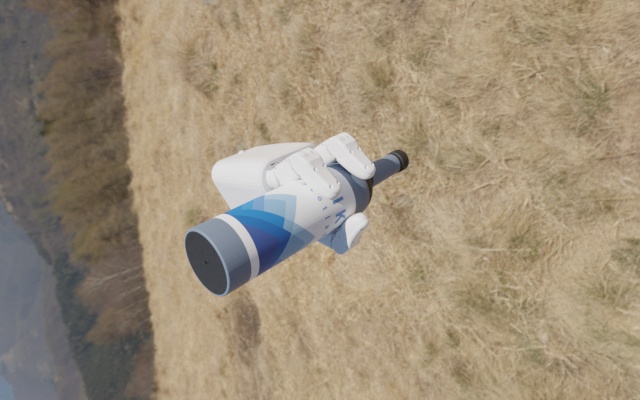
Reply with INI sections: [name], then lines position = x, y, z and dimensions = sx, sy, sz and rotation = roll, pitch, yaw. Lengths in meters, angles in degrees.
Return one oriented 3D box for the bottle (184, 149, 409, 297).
[bottle]
position = 0.000, 0.002, 0.511
dimensions = 0.295, 0.069, 0.069
rotation = -28, 18, -39
